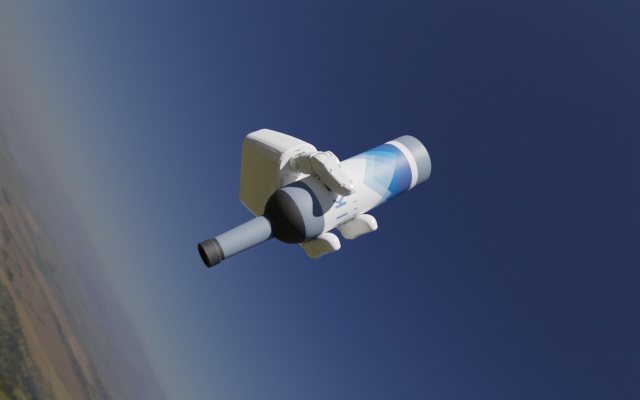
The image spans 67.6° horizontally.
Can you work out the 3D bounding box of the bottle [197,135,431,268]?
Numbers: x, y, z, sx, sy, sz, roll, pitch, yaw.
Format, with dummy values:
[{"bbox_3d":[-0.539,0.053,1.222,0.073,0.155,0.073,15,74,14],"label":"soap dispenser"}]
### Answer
[{"bbox_3d":[0.000,0.002,0.550,0.295,0.069,0.069,-25,12,-27],"label":"bottle"}]
